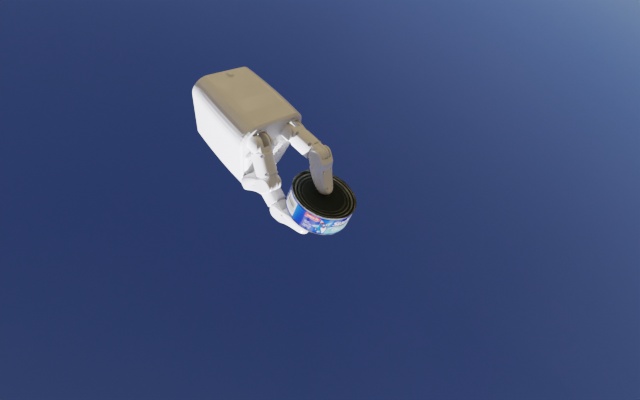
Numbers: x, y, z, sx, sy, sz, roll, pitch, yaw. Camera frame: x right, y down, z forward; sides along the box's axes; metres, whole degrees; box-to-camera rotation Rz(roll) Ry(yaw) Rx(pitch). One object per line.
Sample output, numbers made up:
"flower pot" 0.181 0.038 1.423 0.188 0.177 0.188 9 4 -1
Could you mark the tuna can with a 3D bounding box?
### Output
"tuna can" 0.000 0.002 0.605 0.086 0.086 0.034 0 -43 -27
